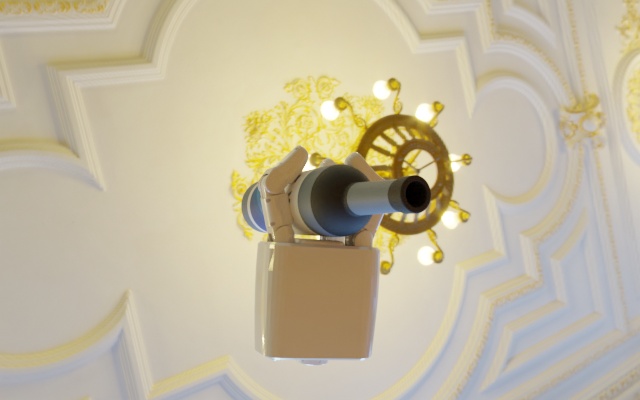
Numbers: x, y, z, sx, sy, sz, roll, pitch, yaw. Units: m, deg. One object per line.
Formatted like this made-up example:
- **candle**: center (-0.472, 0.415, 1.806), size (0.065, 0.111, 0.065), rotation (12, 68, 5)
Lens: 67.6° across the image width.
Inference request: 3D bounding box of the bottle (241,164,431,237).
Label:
- **bottle**: center (0.000, 0.001, 0.466), size (0.069, 0.069, 0.296), rotation (0, -2, -27)
